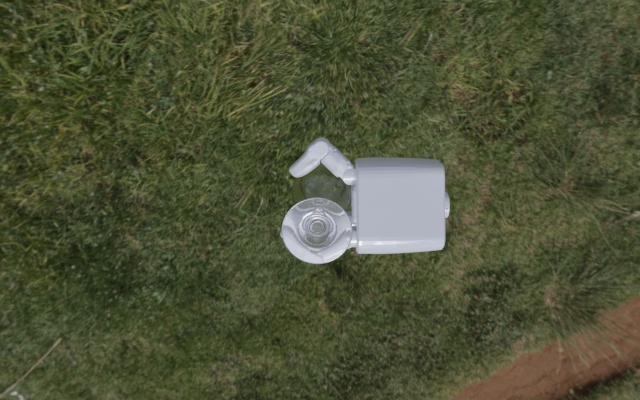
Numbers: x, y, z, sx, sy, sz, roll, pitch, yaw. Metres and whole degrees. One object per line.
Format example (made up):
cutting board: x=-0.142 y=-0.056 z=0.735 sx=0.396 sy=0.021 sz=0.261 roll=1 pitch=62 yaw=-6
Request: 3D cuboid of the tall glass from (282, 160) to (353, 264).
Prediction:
tall glass: x=0.000 y=0.002 z=0.590 sx=0.079 sy=0.079 sz=0.201 roll=0 pitch=18 yaw=2
